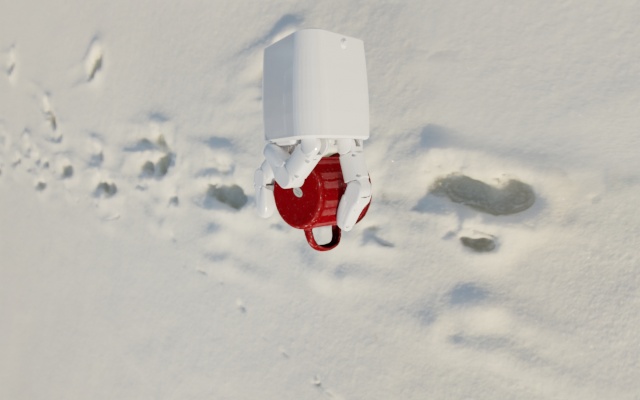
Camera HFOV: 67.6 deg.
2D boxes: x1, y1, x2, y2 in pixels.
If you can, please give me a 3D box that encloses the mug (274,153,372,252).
[{"bbox_3d":[0.000,0.003,0.562,0.093,0.117,0.081,2,6,43],"label":"mug"}]
